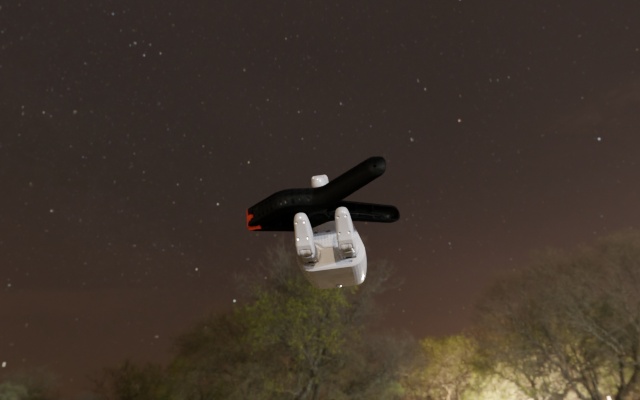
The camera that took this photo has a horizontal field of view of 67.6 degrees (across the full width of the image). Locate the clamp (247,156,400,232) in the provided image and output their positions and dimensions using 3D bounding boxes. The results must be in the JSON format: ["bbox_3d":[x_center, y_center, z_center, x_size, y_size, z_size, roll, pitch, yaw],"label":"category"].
[{"bbox_3d":[0.000,0.002,0.628,0.210,0.036,0.165,-8,-28,4],"label":"clamp"}]
